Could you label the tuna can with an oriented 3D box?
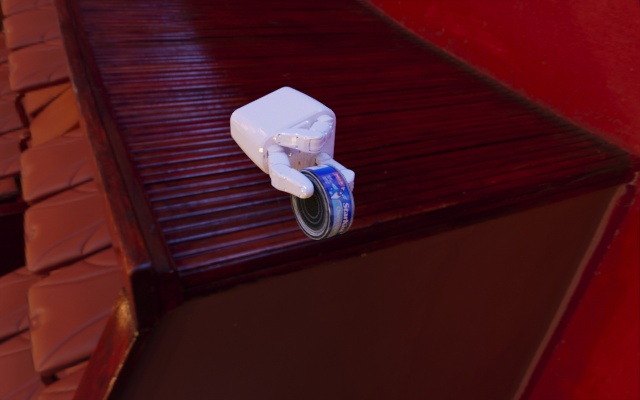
[{"bbox_3d":[0.000,0.002,0.557,0.034,0.086,0.086,-15,8,-32],"label":"tuna can"}]
